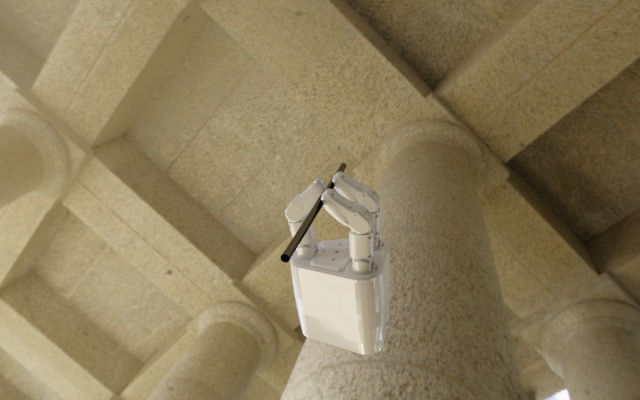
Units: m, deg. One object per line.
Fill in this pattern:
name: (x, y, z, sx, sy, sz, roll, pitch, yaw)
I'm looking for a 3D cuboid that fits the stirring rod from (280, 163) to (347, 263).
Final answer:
stirring rod: (0.000, 0.002, 0.497, 0.011, 0.011, 0.239, 0, 22, 15)
